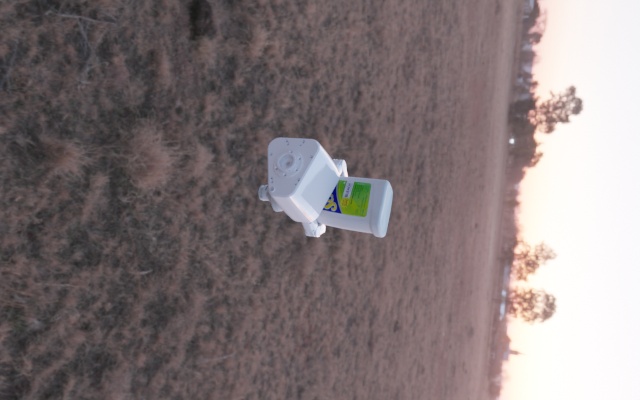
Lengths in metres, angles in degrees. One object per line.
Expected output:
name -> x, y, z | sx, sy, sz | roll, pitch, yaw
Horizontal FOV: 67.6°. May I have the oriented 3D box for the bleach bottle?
bleach bottle -> 0.000, 0.003, 0.881 | 0.251, 0.102, 0.068 | 5, -22, 21
